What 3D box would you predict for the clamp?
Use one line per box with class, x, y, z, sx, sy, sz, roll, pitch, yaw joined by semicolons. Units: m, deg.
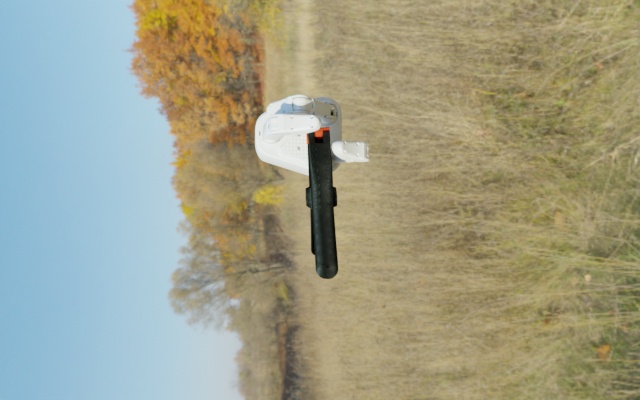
clamp;-0.001;0.002;0.572;0.039;0.171;0.120;0;-2;-10
